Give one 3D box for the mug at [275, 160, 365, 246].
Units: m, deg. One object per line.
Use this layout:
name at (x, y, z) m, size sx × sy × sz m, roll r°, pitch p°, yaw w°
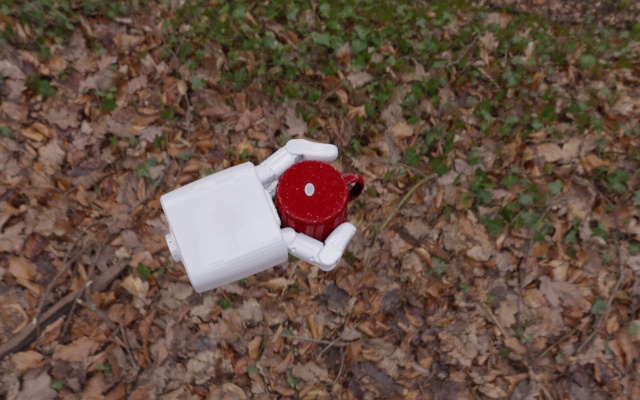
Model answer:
mug at (0.001, 0.001, 0.560) m, size 0.117 × 0.093 × 0.081 m, roll -22°, pitch -23°, yaw -13°
